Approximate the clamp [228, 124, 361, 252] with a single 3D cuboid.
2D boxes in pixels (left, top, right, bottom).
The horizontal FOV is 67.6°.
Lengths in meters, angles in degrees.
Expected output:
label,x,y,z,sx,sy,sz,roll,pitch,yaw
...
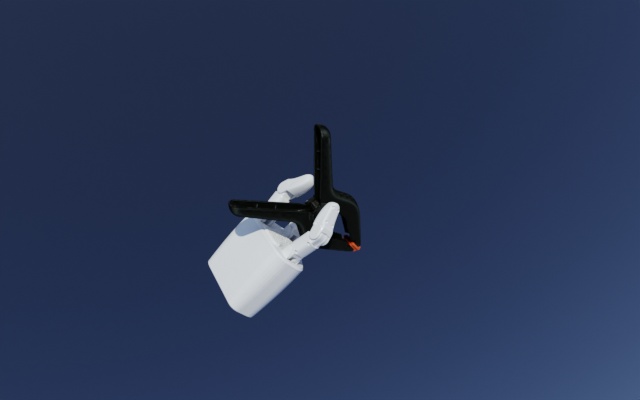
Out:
label,x,y,z,sx,sy,sz,roll,pitch,yaw
clamp,0.001,0.003,0.666,0.210,0.164,0.036,37,12,-36
